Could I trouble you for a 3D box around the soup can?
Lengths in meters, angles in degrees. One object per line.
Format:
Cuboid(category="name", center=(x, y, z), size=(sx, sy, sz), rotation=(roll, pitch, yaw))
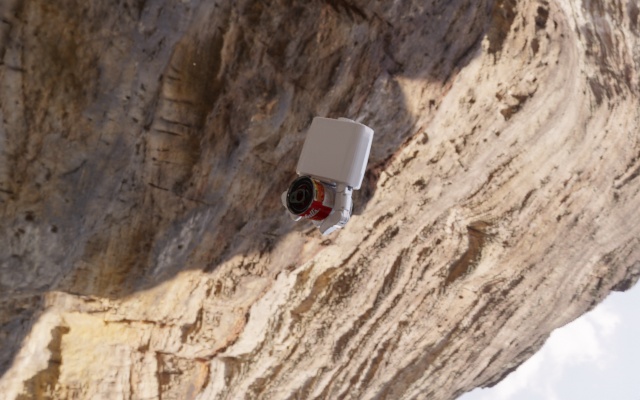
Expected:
Cuboid(category="soup can", center=(0.000, 0.003, 0.829), size=(0.068, 0.068, 0.102), rotation=(0, -14, 45))
